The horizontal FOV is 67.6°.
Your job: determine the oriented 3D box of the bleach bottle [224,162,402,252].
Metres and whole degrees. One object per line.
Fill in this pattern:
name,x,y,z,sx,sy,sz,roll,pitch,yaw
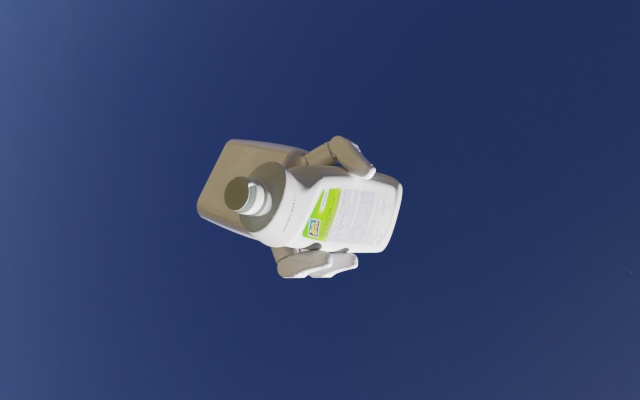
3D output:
bleach bottle,0.000,0.002,0.500,0.068,0.102,0.251,14,1,34
